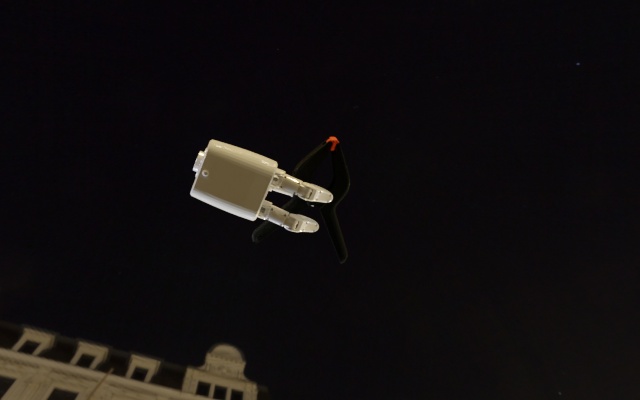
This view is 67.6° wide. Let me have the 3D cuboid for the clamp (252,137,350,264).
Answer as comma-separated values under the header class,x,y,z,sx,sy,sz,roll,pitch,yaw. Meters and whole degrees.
class,x,y,z,sx,sy,sz,roll,pitch,yaw
clamp,0.000,0.002,0.779,0.164,0.210,0.036,21,15,-14
